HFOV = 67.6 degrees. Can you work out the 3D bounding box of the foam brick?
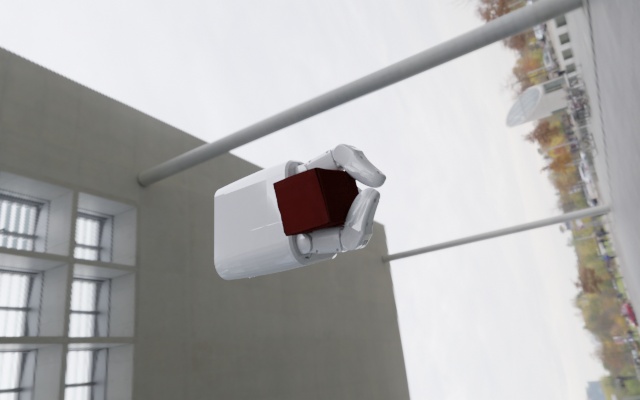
[{"bbox_3d":[0.000,0.001,0.459,0.051,0.053,0.078,-17,-8,28],"label":"foam brick"}]
